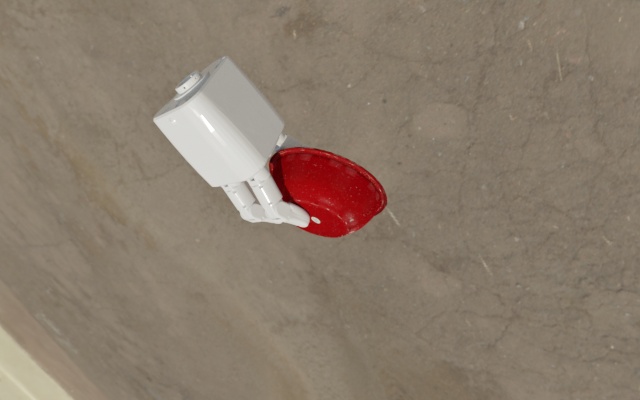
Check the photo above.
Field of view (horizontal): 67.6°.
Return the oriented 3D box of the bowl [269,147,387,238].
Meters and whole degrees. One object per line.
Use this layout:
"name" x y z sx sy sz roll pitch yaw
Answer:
"bowl" 0.001 0.003 0.610 0.162 0.055 0.162 17 -26 8
